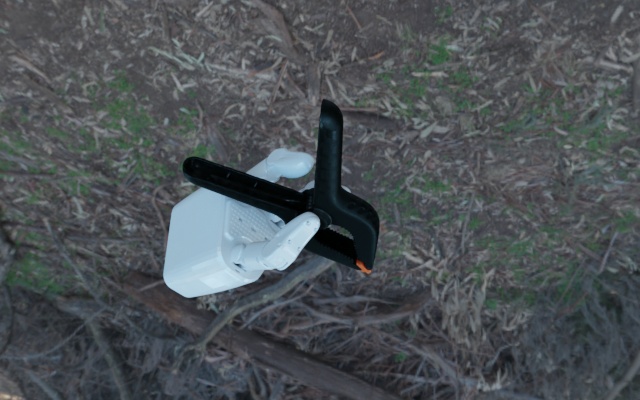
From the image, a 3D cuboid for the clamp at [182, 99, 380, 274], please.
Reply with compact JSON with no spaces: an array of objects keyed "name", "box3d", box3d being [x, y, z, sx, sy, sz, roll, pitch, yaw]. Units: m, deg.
[{"name":"clamp","box3d":[0.000,0.002,0.440,0.164,0.036,0.210,-22,-49,37]}]
